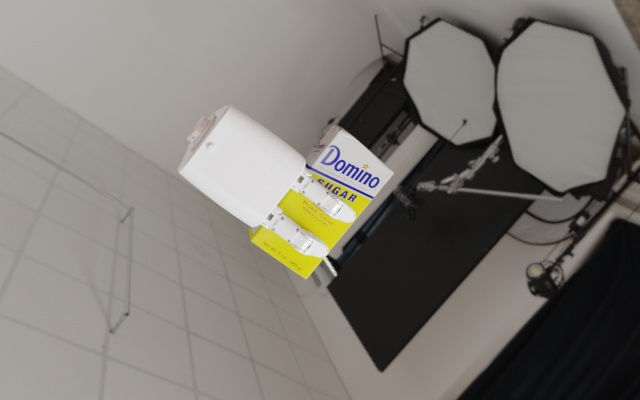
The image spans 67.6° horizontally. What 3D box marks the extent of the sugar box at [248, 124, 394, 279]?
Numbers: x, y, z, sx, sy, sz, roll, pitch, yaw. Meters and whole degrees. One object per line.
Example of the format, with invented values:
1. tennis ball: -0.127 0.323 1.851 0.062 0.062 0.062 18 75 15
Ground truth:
1. sugar box: 0.000 0.002 0.600 0.093 0.176 0.048 37 6 -20
